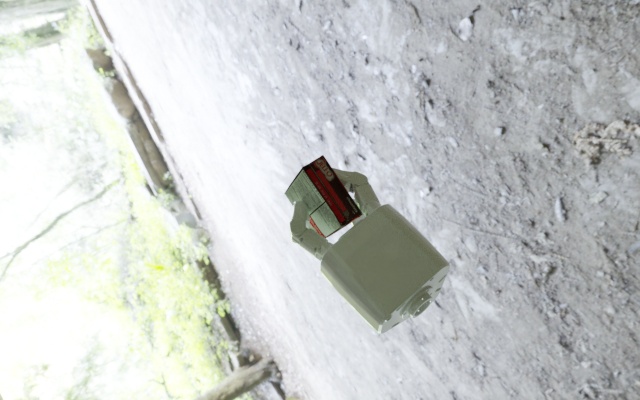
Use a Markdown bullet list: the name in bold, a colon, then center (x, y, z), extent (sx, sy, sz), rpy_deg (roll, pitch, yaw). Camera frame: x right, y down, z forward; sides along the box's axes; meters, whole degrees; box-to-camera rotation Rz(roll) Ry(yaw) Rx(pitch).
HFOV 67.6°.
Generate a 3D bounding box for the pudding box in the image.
- **pudding box**: center (0.000, 0.002, 0.629), extent (0.039, 0.090, 0.113), rpy_deg (-31, -5, -24)
